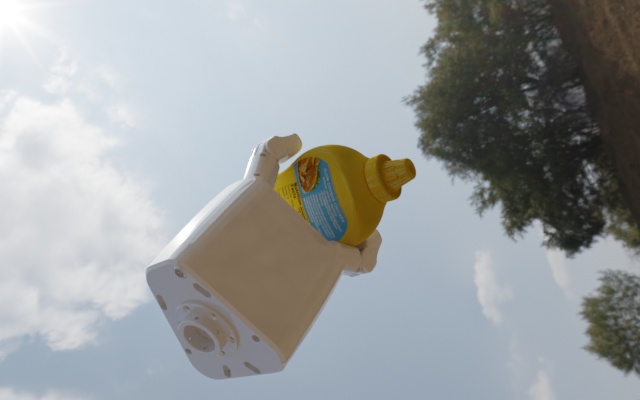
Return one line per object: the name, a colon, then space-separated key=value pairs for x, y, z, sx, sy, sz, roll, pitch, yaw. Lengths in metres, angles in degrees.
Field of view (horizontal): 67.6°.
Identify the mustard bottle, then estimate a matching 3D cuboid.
mustard bottle: x=0.000 y=0.001 z=0.443 sx=0.192 sy=0.096 sz=0.058 roll=-21 pitch=-5 yaw=35
